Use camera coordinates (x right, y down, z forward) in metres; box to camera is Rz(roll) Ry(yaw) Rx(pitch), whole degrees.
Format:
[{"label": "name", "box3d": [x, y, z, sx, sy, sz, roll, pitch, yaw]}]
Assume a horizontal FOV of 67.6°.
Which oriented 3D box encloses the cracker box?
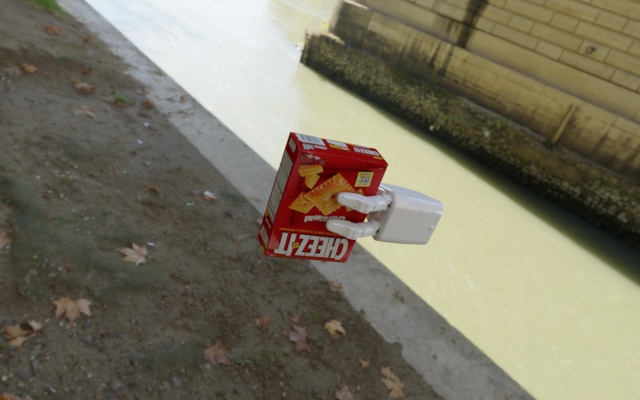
[{"label": "cracker box", "box3d": [0.000, 0.002, 0.826, 0.164, 0.214, 0.072, 8, 29, -23]}]
